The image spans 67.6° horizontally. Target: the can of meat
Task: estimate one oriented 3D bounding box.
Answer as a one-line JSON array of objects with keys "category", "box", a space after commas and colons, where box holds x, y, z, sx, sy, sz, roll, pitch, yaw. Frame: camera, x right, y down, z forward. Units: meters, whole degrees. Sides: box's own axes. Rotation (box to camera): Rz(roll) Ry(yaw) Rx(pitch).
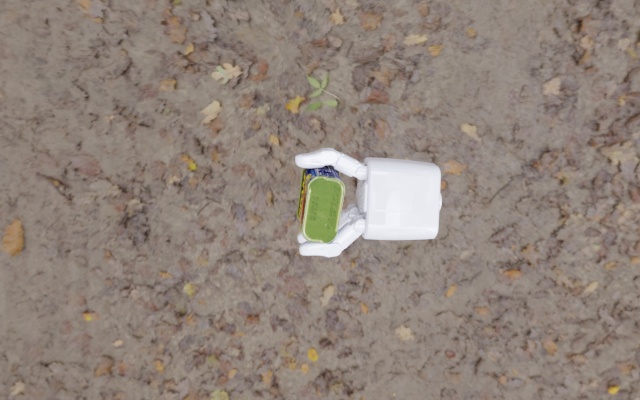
[{"category": "can of meat", "box": [0.000, 0.002, 0.686, 0.057, 0.102, 0.084, 6, 17, -8]}]
